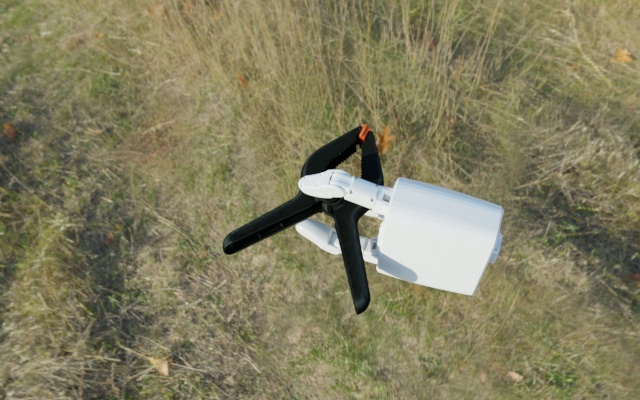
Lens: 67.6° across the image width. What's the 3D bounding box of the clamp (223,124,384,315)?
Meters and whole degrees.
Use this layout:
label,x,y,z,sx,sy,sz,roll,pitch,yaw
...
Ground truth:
label,x,y,z,sx,sy,sz,roll,pitch,yaw
clamp,0.000,0.001,0.521,0.164,0.210,0.036,16,-25,10
